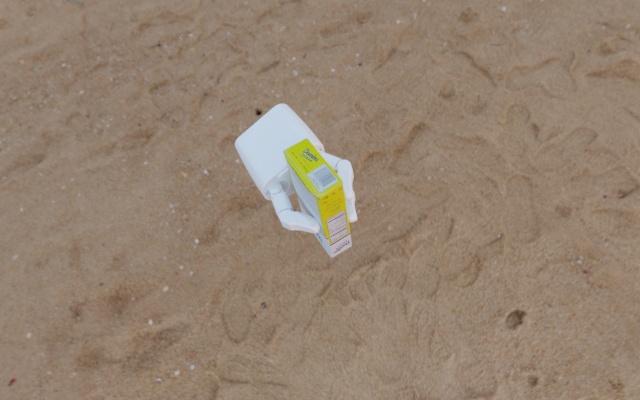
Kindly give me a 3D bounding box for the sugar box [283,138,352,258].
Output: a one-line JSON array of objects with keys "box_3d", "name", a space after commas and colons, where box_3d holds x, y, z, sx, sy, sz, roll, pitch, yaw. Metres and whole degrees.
[{"box_3d": [0.000, 0.002, 0.686, 0.048, 0.093, 0.176, -31, -31, -9], "name": "sugar box"}]
